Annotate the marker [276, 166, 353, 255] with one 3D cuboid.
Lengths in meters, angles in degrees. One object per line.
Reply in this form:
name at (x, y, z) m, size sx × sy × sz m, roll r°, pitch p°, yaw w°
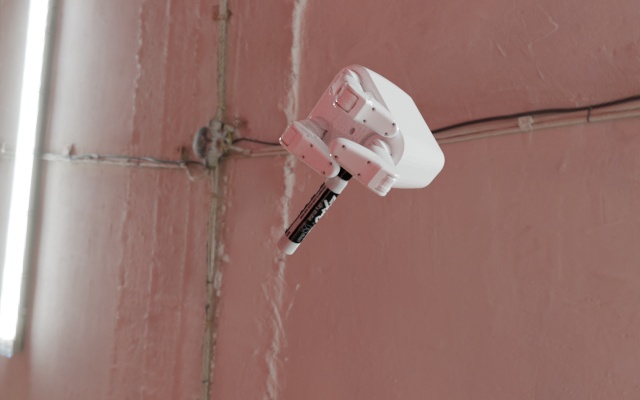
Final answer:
marker at (0.000, 0.001, 0.433) m, size 0.020 × 0.121 × 0.020 m, roll 32°, pitch 23°, yaw -15°
